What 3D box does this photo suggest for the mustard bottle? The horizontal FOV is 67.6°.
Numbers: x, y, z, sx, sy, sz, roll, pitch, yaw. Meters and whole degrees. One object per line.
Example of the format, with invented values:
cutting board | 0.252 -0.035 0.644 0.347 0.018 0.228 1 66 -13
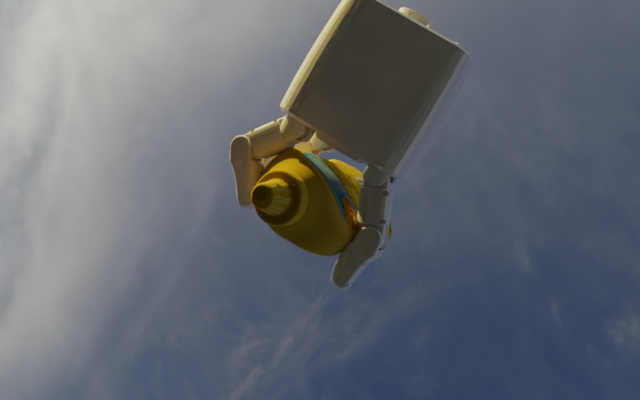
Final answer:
mustard bottle | 0.000 0.002 0.410 0.058 0.096 0.191 -36 -16 18
